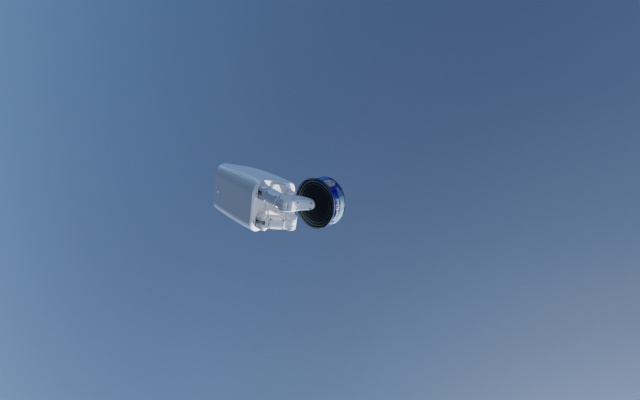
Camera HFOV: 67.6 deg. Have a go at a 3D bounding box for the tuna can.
[{"bbox_3d":[0.001,0.003,0.806,0.086,0.086,0.034,0,9,42],"label":"tuna can"}]
